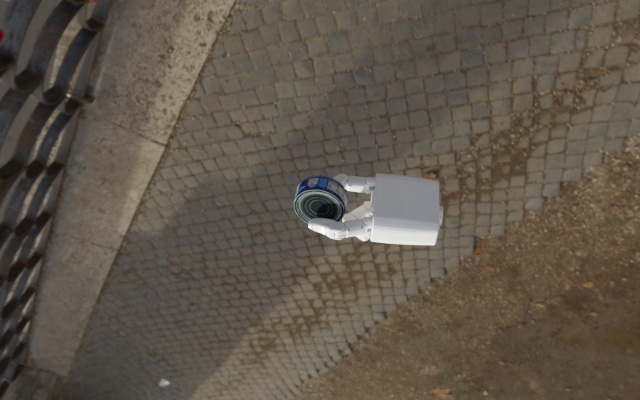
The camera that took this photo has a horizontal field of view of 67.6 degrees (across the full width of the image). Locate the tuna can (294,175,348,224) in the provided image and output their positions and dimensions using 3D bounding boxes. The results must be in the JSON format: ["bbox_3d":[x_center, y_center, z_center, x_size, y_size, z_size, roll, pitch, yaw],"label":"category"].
[{"bbox_3d":[0.000,0.003,0.773,0.086,0.086,0.033,0,43,14],"label":"tuna can"}]
